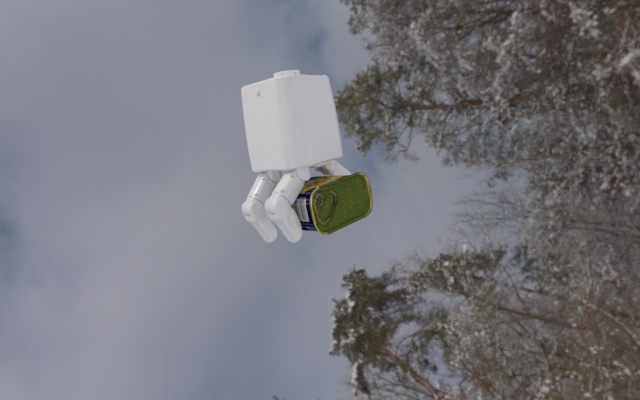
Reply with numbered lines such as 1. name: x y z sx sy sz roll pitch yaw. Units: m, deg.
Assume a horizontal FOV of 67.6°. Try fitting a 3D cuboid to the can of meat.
1. can of meat: 0.000 0.002 0.595 0.102 0.057 0.084 -22 16 -41
